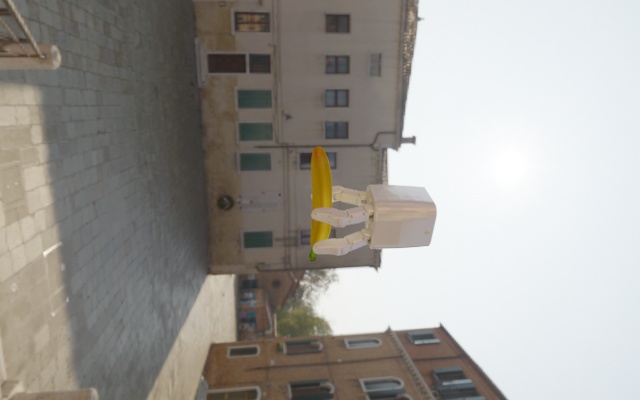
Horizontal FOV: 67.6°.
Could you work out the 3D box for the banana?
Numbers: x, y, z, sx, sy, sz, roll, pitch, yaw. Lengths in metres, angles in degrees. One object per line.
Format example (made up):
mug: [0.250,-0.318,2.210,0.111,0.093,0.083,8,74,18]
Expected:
banana: [0.001,0.002,0.828,0.037,0.198,0.069,2,14,4]
